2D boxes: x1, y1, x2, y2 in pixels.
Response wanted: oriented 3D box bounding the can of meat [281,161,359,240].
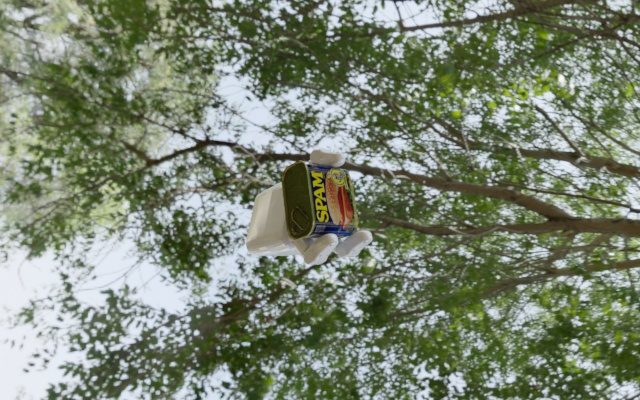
[{"bbox_3d":[0.000,0.002,0.651,0.084,0.102,0.057,4,-18,-40],"label":"can of meat"}]
